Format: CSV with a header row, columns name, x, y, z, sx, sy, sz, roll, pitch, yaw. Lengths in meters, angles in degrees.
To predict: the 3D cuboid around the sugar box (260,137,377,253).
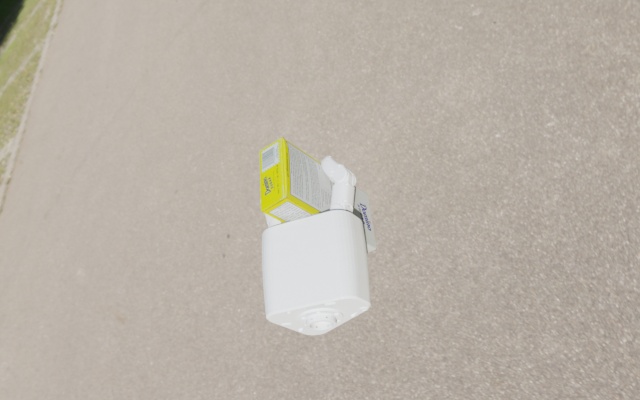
name,x,y,z,sx,sy,sz,roll,pitch,yaw
sugar box,0.000,0.002,0.604,0.048,0.093,0.176,-27,-40,28
